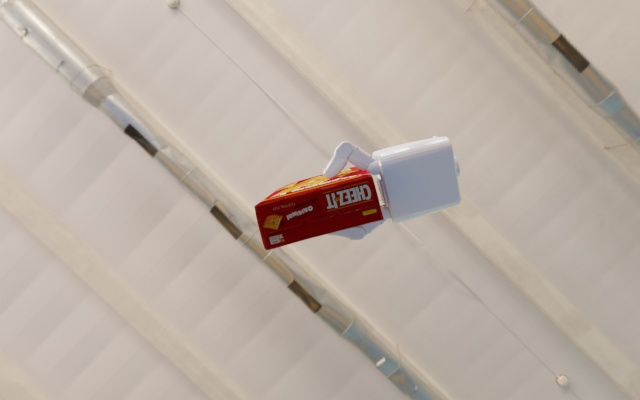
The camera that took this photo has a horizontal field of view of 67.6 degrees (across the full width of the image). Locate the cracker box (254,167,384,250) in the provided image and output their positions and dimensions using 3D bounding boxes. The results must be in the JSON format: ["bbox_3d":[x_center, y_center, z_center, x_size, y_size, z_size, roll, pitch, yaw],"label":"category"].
[{"bbox_3d":[0.000,0.003,0.726,0.164,0.072,0.213,-15,6,4],"label":"cracker box"}]
